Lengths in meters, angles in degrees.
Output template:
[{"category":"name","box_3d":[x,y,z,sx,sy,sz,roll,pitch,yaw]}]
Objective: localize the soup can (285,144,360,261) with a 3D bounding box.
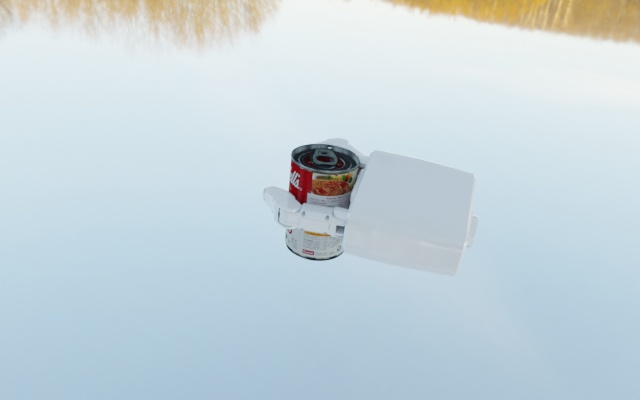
[{"category":"soup can","box_3d":[0.000,0.002,0.488,0.068,0.102,0.068,5,28,-3]}]
